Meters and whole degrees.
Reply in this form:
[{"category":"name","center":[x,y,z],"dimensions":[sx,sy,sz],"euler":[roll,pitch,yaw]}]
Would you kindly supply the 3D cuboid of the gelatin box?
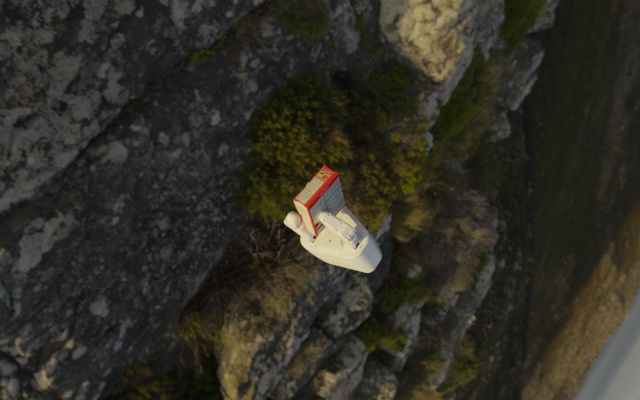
[{"category":"gelatin box","center":[0.000,0.002,0.713],"dimensions":[0.030,0.073,0.089],"euler":[32,-22,27]}]
